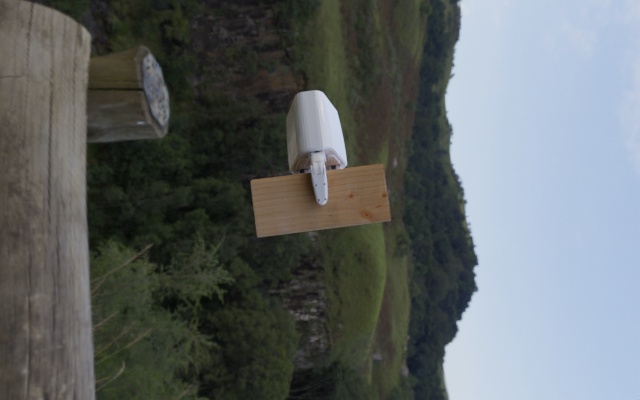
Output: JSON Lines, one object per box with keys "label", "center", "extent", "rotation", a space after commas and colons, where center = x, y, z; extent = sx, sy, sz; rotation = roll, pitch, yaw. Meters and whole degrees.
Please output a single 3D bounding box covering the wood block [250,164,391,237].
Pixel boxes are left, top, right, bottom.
{"label": "wood block", "center": [0.000, 0.002, 0.767], "extent": [0.206, 0.090, 0.091], "rotation": [-7, -3, 1]}
